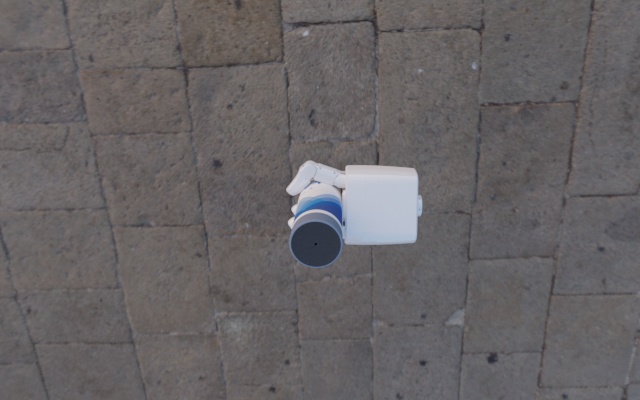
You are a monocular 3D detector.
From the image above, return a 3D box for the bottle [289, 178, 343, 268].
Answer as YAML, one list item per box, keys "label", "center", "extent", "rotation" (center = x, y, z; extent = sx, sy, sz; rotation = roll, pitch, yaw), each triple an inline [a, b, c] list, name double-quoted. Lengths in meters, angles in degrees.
- label: "bottle"
  center: [0.000, 0.002, 0.725]
  extent: [0.069, 0.069, 0.295]
  rotation: [0, 21, 2]
